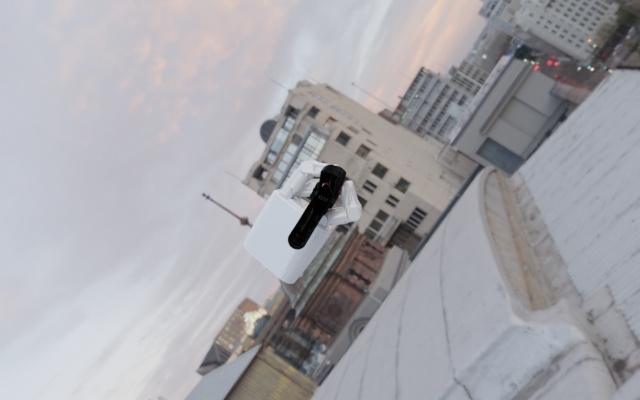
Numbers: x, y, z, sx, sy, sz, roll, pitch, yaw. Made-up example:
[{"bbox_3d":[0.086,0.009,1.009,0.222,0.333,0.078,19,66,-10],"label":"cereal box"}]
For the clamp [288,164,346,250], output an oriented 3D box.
[{"bbox_3d":[0.000,0.002,0.662,0.039,0.120,0.171,34,10,5],"label":"clamp"}]
